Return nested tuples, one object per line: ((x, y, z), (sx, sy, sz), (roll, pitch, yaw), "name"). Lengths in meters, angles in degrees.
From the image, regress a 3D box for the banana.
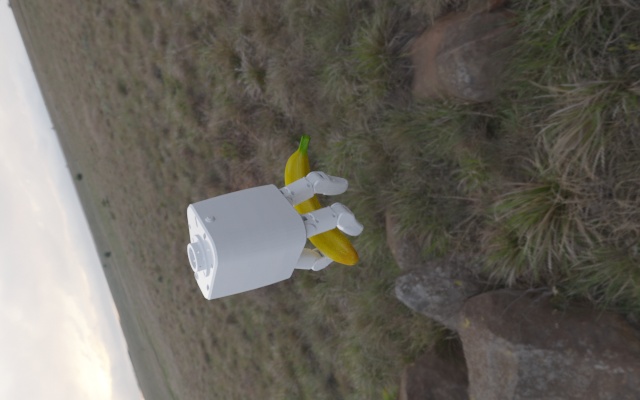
((-0.009, 0.009, 0.638), (0.037, 0.197, 0.070), (-7, -29, -32), "banana")
